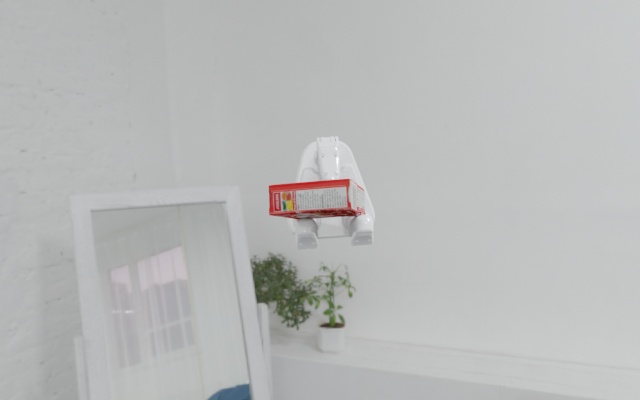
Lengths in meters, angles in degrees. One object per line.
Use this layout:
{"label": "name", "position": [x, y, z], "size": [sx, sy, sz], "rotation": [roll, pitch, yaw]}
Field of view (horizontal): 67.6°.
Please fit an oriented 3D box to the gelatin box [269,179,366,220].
{"label": "gelatin box", "position": [0.000, 0.001, 0.445], "size": [0.073, 0.030, 0.089], "rotation": [-4, -6, 13]}
